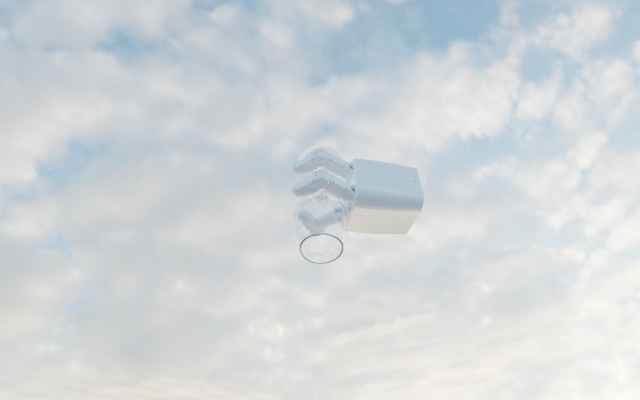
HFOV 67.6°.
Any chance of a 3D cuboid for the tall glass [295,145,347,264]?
[{"bbox_3d":[0.000,0.002,0.739,0.079,0.079,0.200,0,41,-1],"label":"tall glass"}]
